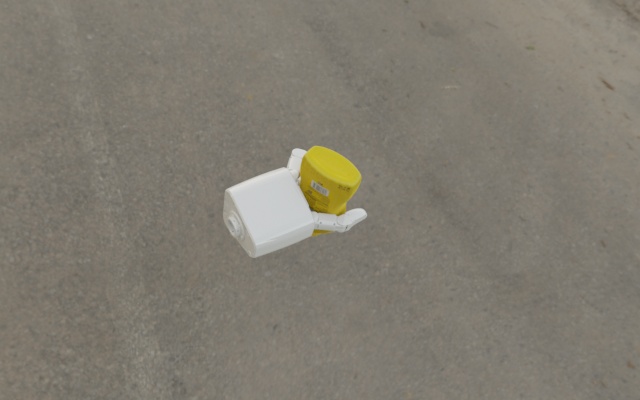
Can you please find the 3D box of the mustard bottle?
[{"bbox_3d":[0.000,0.002,0.800,0.096,0.192,0.058,32,52,11],"label":"mustard bottle"}]
